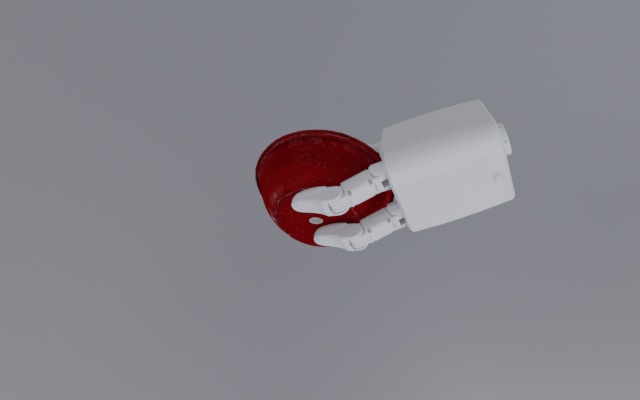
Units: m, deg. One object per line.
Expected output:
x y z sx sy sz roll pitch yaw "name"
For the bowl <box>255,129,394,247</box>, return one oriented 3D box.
-0.001 0.003 0.530 0.162 0.055 0.162 7 -44 7 "bowl"
